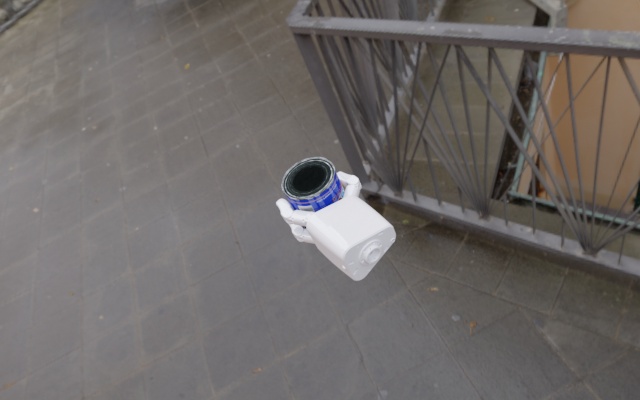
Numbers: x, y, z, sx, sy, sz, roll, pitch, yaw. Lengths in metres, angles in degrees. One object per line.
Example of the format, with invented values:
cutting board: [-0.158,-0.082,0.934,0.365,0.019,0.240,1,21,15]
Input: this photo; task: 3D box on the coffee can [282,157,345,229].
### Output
coffee can: [0.000,0.003,0.900,0.103,0.102,0.140,0,-39,25]
